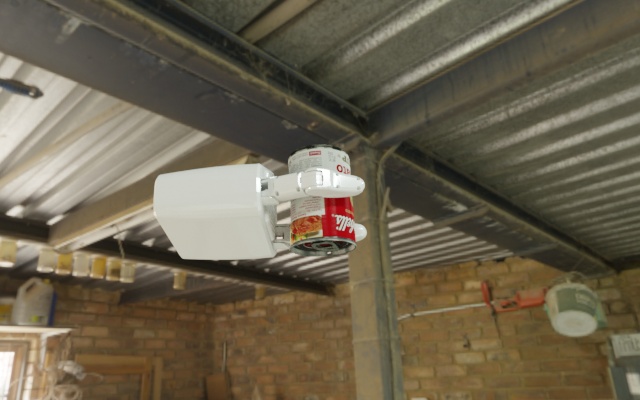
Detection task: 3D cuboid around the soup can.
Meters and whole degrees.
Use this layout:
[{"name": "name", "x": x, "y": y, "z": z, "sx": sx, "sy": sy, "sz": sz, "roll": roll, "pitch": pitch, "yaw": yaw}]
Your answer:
[{"name": "soup can", "x": 0.001, "y": 0.001, "z": 0.499, "sx": 0.068, "sy": 0.102, "sz": 0.068, "roll": -3, "pitch": -20, "yaw": -1}]
